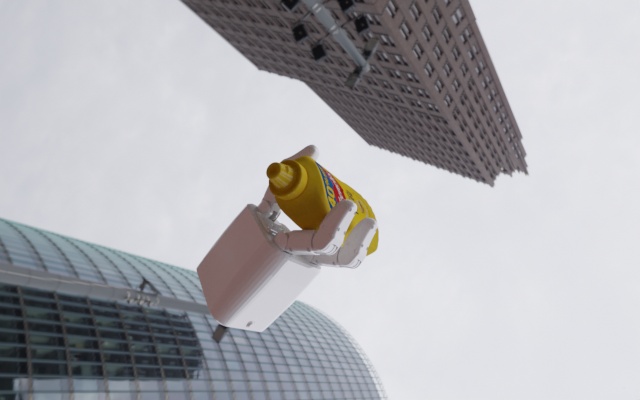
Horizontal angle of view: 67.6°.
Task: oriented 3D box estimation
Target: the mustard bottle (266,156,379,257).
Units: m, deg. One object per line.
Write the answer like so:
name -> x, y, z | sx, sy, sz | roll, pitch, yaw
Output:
mustard bottle -> 0.000, 0.002, 0.544 | 0.058, 0.096, 0.192 | -28, -31, 20
